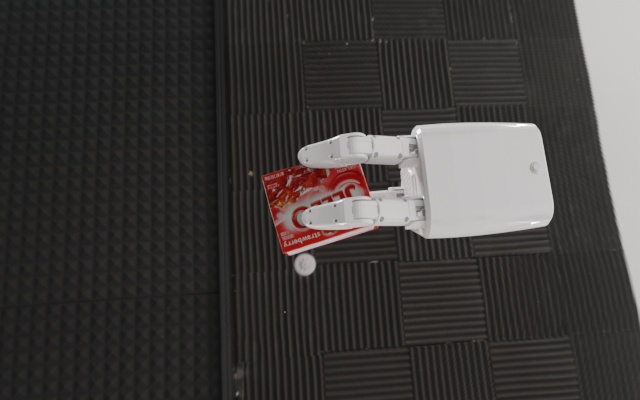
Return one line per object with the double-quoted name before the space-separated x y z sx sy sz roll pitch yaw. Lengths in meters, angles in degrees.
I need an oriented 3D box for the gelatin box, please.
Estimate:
"gelatin box" 0.000 0.002 0.428 0.089 0.073 0.030 -17 -13 1
